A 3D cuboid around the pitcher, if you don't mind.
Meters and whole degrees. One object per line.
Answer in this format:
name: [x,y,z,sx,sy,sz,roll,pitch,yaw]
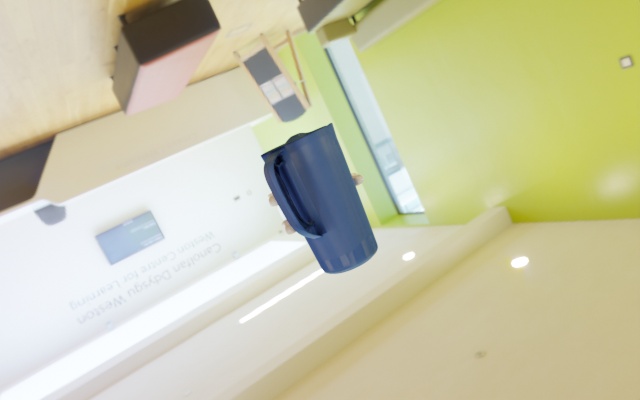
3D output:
pitcher: [0.000,0.003,0.813,0.149,0.243,0.145,-26,9,-10]
